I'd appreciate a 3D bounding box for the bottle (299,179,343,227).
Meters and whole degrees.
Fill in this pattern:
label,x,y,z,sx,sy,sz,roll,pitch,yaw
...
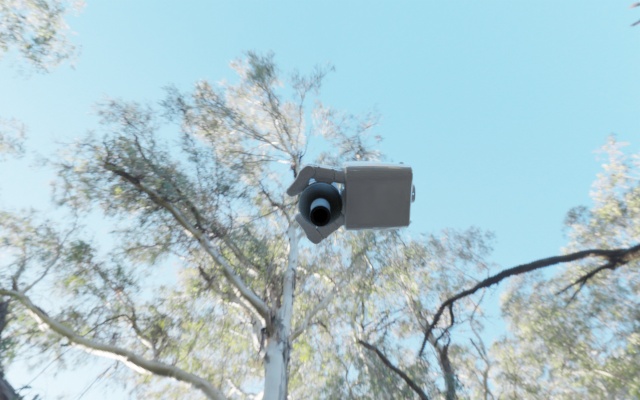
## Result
label,x,y,z,sx,sy,sz,roll,pitch,yaw
bottle,0.000,0.002,0.755,0.069,0.069,0.295,0,7,0
